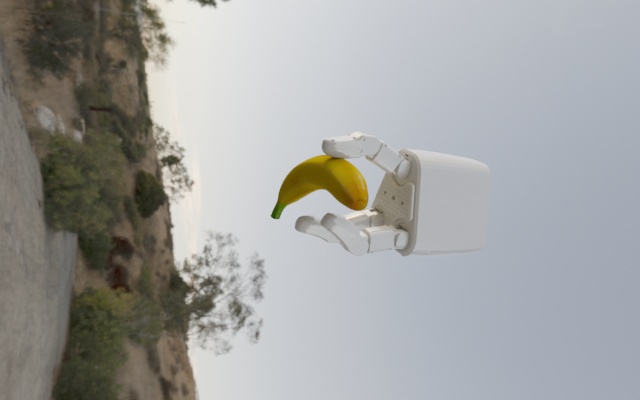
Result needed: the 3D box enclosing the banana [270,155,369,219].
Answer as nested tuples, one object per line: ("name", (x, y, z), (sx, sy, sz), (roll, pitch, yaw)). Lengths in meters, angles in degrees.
("banana", (0.000, -0.016, 0.515), (0.037, 0.069, 0.198), (9, -9, -26))
